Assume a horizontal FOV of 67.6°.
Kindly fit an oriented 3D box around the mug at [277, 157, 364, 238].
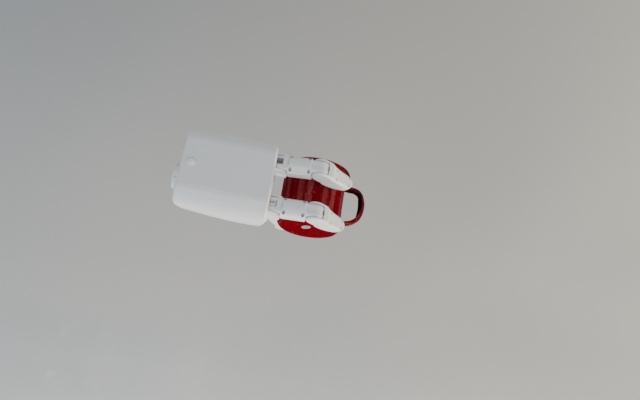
[{"bbox_3d":[0.001,0.003,0.630,0.117,0.081,0.093,11,-21,-7],"label":"mug"}]
